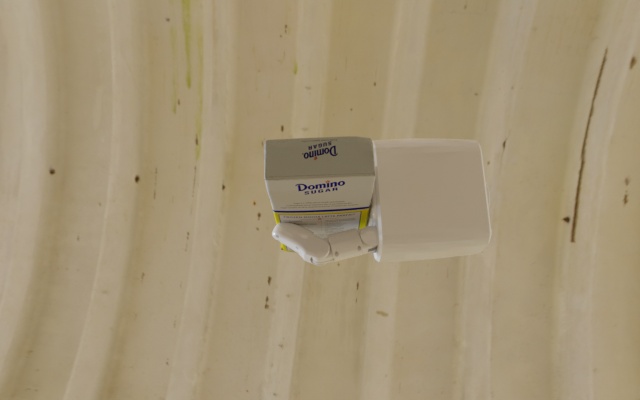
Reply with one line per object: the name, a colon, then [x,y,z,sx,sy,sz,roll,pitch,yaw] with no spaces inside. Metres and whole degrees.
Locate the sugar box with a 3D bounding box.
sugar box: [0.000,0.001,0.470,0.093,0.048,0.176,-2,-28,-1]
